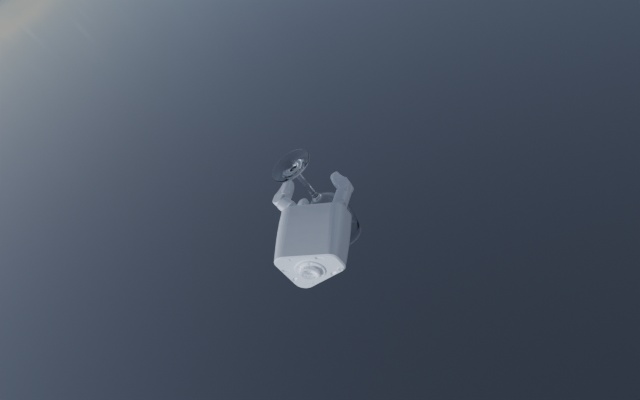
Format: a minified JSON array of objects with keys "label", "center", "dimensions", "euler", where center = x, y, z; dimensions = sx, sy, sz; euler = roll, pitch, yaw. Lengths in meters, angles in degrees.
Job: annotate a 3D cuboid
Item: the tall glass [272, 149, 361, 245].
[{"label":"tall glass","center":[0.000,0.002,0.859],"dimensions":[0.079,0.079,0.201],"euler":[0,-38,40]}]
